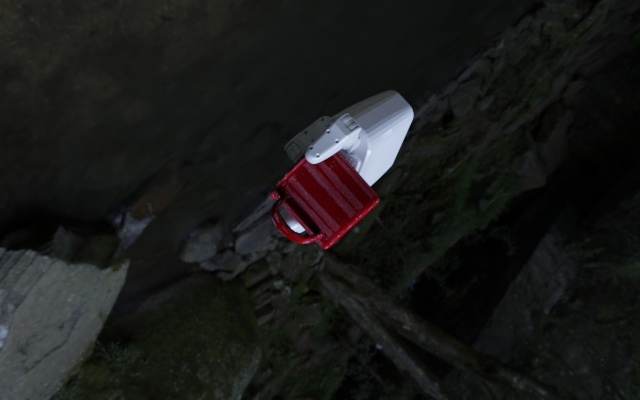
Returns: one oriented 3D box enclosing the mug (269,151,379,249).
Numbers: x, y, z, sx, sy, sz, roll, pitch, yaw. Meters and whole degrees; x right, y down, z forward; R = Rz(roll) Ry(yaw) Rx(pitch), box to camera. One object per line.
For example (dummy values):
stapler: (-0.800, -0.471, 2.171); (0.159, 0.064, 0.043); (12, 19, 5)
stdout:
mug: (-0.001, 0.002, 0.495); (0.117, 0.081, 0.093); (-37, -8, -41)
